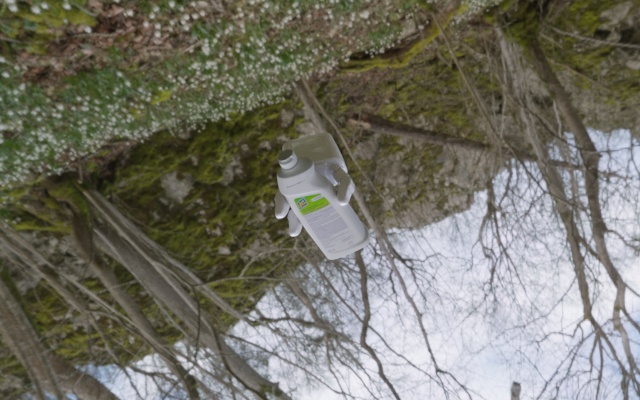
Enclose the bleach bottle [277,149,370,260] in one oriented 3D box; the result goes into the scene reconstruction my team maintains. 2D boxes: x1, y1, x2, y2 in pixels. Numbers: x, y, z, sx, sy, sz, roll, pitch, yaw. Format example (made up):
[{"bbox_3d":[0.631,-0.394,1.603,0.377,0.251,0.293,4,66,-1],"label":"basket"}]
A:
[{"bbox_3d":[0.000,0.003,0.878,0.102,0.251,0.068,-26,39,8],"label":"bleach bottle"}]
